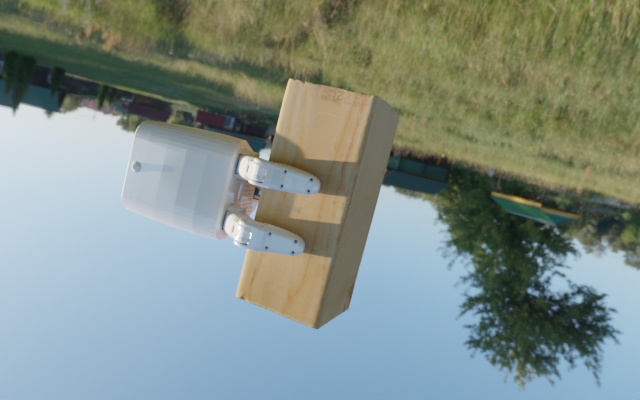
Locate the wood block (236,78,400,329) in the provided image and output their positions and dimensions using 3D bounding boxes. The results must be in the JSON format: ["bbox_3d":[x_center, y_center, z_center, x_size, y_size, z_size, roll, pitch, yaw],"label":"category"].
[{"bbox_3d":[0.000,0.002,0.460,0.090,0.206,0.091,16,6,20],"label":"wood block"}]
